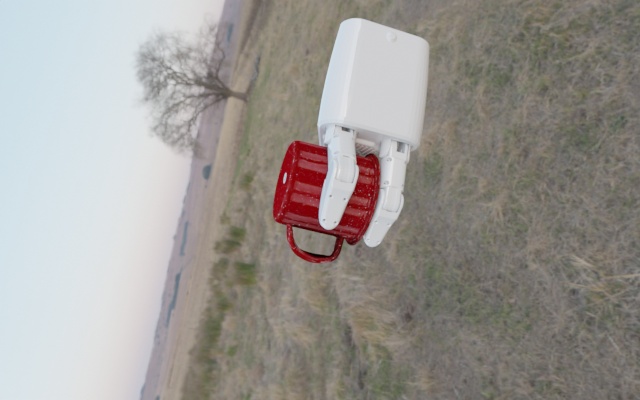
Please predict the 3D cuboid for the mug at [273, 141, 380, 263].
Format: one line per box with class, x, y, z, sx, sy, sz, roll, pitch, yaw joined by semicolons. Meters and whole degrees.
mug;0.000;0.003;0.459;0.081;0.117;0.093;13;-12;-13
